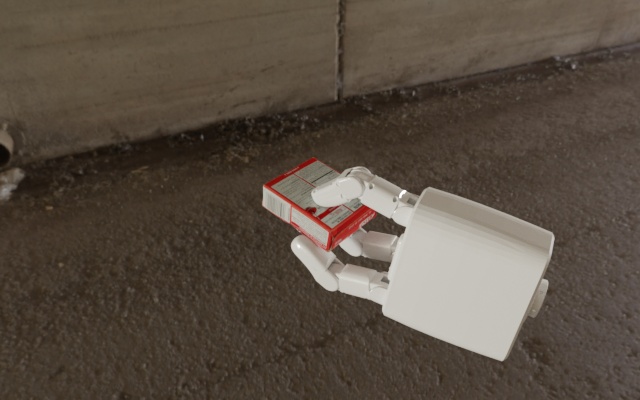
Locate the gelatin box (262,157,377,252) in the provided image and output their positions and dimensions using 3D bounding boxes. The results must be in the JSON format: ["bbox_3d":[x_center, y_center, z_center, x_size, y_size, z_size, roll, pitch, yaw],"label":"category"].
[{"bbox_3d":[0.000,0.001,0.460,0.089,0.030,0.073,33,46,26],"label":"gelatin box"}]
